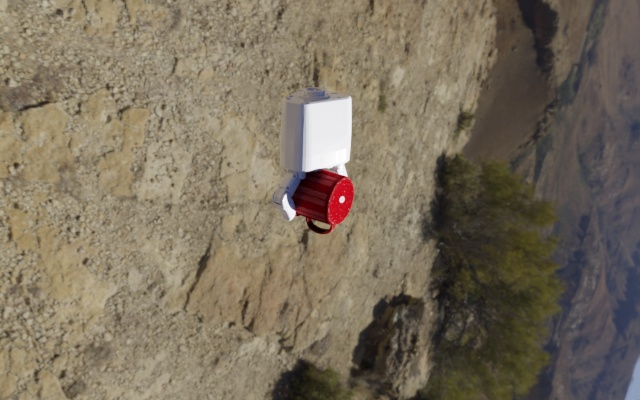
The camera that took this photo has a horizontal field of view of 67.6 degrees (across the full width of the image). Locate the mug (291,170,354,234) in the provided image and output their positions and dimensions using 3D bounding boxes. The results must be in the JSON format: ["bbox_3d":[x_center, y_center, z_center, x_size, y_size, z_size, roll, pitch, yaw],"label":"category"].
[{"bbox_3d":[0.000,0.004,0.772,0.081,0.117,0.093,17,29,30],"label":"mug"}]
